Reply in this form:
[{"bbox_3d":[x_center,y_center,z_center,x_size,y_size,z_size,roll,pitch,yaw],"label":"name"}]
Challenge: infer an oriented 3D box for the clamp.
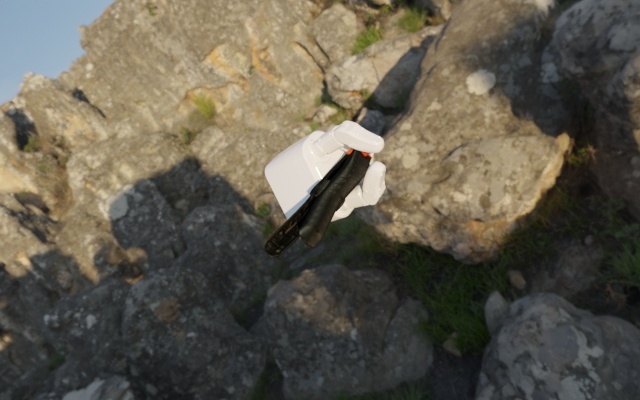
[{"bbox_3d":[0.000,0.001,0.563,0.120,0.039,0.171,-21,24,51],"label":"clamp"}]
